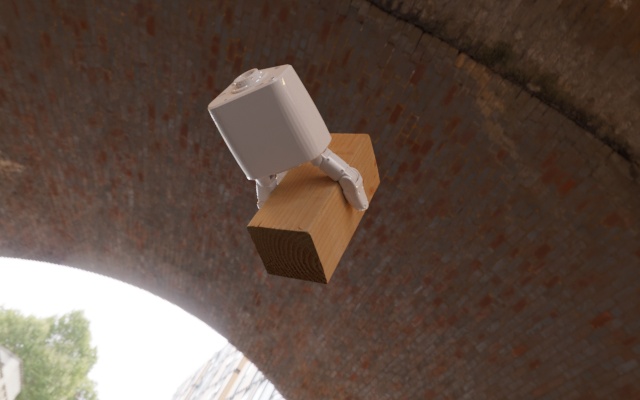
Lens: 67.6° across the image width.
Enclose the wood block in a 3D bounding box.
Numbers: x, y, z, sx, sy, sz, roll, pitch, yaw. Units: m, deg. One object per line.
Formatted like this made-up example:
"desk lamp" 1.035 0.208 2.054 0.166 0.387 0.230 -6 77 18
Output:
"wood block" 0.000 0.002 0.646 0.091 0.090 0.206 5 42 28
